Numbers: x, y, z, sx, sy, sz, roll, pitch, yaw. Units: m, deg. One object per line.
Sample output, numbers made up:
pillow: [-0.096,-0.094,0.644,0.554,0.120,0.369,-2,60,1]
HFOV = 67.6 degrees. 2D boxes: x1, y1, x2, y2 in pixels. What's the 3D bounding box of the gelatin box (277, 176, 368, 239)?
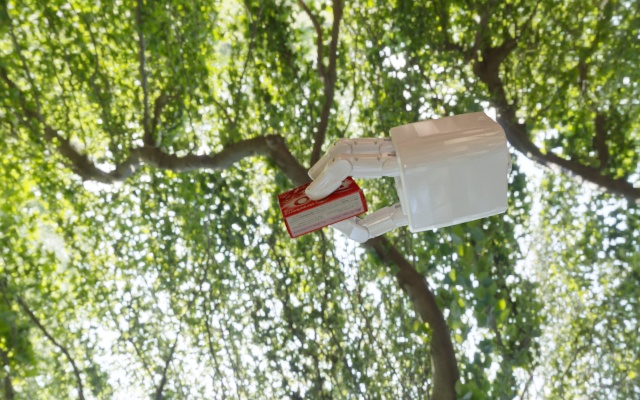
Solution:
gelatin box: [0.000,0.002,0.527,0.089,0.030,0.073,-20,22,-3]
